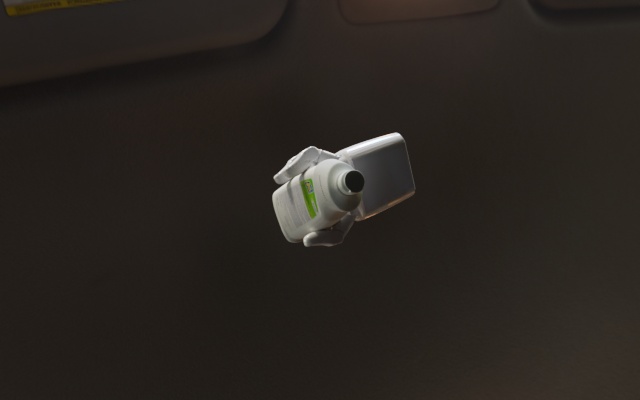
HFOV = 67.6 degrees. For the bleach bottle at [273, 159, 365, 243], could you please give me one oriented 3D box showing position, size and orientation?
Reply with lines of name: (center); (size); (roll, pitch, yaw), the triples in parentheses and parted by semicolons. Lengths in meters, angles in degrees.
bleach bottle: (0.000, 0.002, 0.705); (0.068, 0.102, 0.251); (-21, 0, -23)
